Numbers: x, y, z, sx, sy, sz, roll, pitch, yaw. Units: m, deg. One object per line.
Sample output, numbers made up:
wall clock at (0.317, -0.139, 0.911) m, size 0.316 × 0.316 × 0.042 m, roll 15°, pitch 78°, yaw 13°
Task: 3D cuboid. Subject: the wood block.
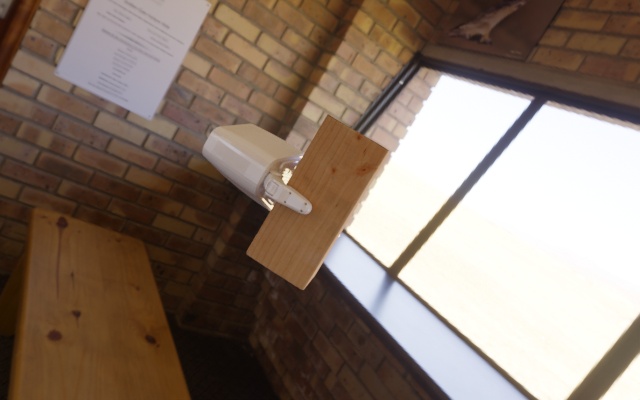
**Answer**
wood block at (0.000, 0.002, 0.635) m, size 0.090 × 0.206 × 0.091 m, roll 32°, pitch 7°, yaw 7°
